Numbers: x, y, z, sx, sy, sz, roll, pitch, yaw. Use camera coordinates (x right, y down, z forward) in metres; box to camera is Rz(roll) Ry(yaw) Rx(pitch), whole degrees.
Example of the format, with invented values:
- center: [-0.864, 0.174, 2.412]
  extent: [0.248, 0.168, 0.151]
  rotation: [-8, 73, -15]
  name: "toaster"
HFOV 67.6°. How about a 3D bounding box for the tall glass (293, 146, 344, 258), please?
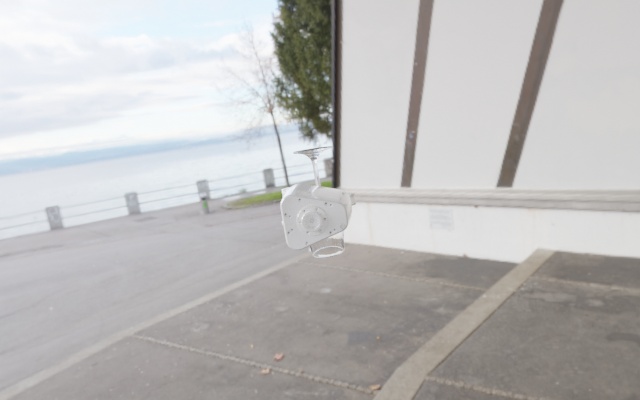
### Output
- center: [0.000, 0.002, 0.897]
  extent: [0.079, 0.201, 0.079]
  rotation: [-9, 9, 1]
  name: "tall glass"
